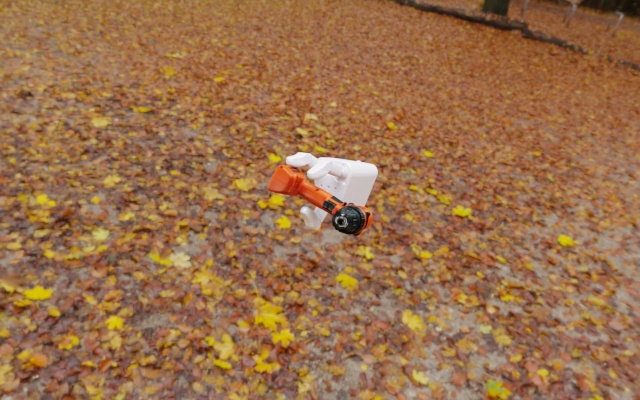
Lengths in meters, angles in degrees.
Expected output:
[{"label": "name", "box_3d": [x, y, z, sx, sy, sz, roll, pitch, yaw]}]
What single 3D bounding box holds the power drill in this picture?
[{"label": "power drill", "box_3d": [0.000, 0.003, 0.867, 0.187, 0.057, 0.184, 31, 6, 14]}]
